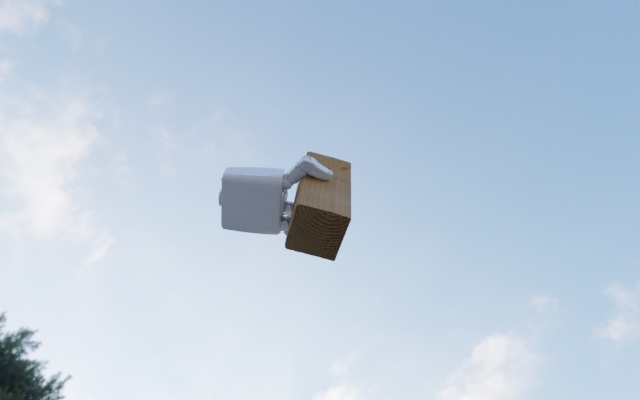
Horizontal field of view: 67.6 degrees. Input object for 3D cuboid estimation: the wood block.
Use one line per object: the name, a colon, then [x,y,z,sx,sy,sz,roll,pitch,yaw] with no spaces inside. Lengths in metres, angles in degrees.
wood block: [0.000,0.002,0.848,0.090,0.091,0.206,15,29,-5]
